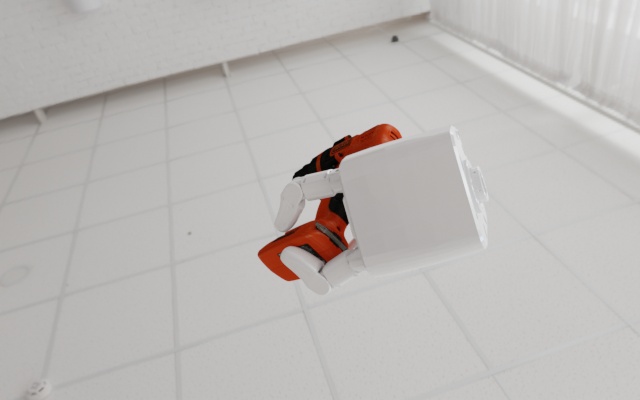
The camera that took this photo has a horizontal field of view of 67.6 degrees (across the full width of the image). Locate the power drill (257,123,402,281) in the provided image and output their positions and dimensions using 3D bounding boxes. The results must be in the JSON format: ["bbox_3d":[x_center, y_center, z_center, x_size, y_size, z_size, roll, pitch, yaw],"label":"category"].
[{"bbox_3d":[0.000,0.002,0.559,0.057,0.187,0.184,42,-40,-20],"label":"power drill"}]
